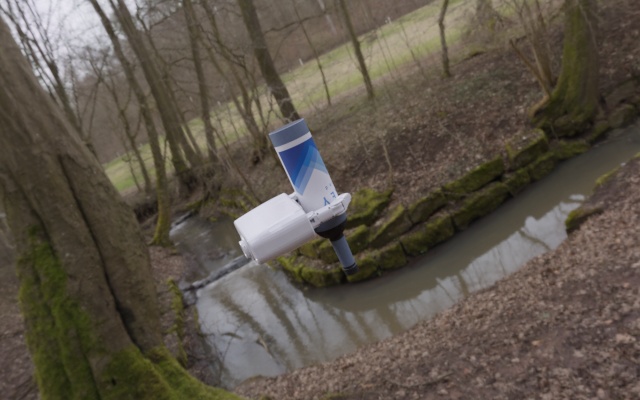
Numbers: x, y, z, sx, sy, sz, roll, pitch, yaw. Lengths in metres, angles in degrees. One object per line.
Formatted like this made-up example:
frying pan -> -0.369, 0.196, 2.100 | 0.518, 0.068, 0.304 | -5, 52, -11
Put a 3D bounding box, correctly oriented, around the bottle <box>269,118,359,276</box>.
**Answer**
bottle -> 0.000, 0.003, 0.853 | 0.069, 0.296, 0.069 | -23, 14, 6
